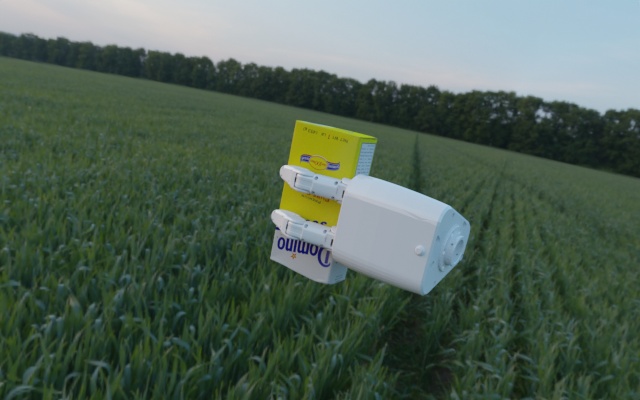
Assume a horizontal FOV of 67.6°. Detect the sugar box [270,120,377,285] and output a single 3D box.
[{"bbox_3d":[0.000,0.002,0.563,0.093,0.176,0.048,20,13,33],"label":"sugar box"}]
